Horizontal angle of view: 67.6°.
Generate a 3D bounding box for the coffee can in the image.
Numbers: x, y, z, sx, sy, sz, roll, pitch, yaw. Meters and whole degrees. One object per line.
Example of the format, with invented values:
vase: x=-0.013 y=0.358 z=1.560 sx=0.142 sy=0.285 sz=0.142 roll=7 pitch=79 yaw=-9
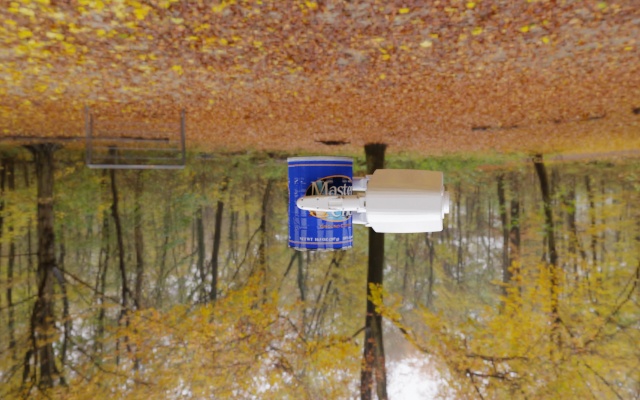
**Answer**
coffee can: x=0.000 y=0.002 z=0.747 sx=0.103 sy=0.140 sz=0.103 roll=0 pitch=2 yaw=0
